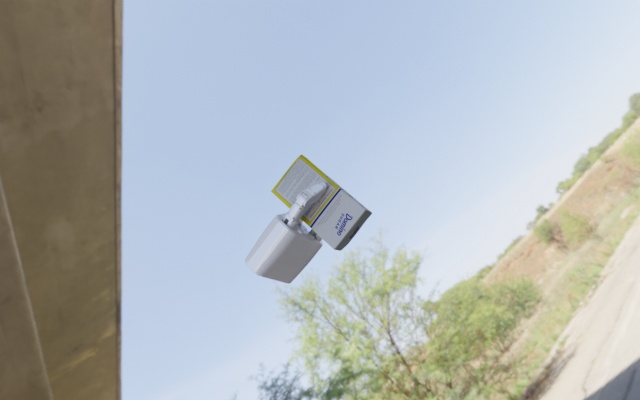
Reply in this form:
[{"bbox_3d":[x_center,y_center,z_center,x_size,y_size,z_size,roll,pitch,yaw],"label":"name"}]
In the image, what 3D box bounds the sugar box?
[{"bbox_3d":[0.000,0.003,0.882,0.176,0.093,0.048,42,8,23],"label":"sugar box"}]
